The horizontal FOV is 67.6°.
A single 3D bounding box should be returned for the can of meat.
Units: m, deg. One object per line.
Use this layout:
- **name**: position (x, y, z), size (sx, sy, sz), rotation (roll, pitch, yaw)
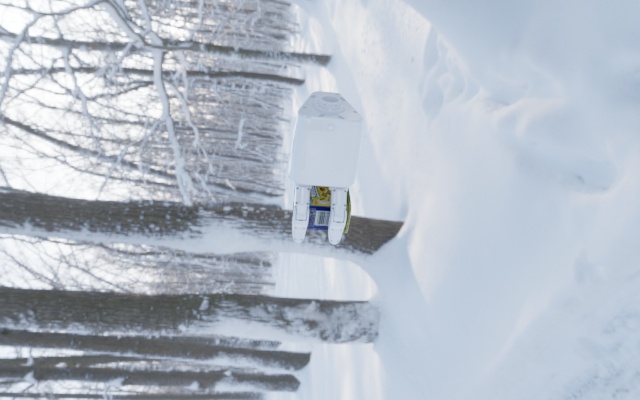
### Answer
- **can of meat**: position (0.000, 0.002, 0.756), size (0.084, 0.057, 0.102), rotation (4, 37, -7)
